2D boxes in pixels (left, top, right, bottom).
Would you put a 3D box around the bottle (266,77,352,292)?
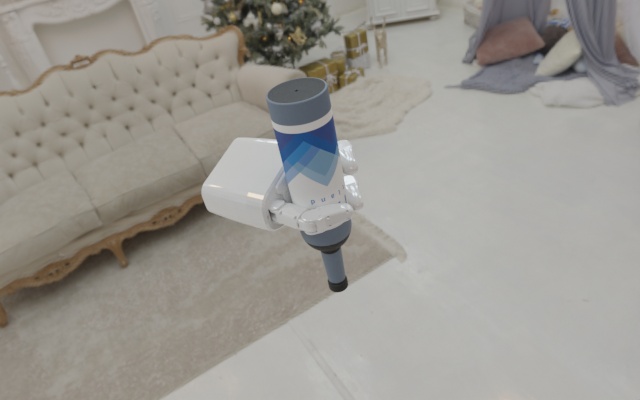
[{"bbox_3d":[0.000,0.002,0.584,0.069,0.296,0.069,-8,36,6],"label":"bottle"}]
